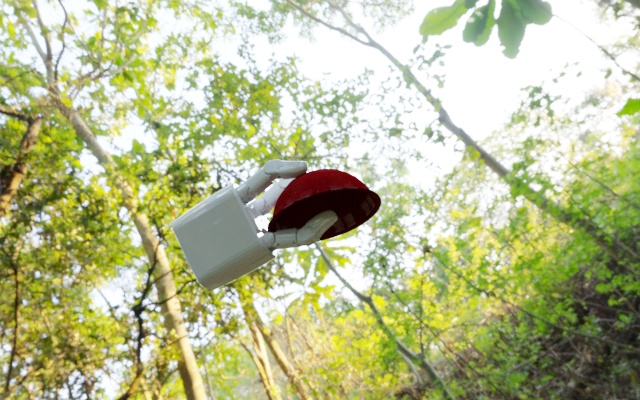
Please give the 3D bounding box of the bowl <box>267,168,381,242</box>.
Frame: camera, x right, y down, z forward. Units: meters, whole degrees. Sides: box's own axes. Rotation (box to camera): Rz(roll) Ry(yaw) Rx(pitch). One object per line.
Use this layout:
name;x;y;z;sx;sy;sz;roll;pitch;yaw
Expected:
bowl;0.001;0.001;0.667;0.162;0.055;0.162;-13;-25;-6
